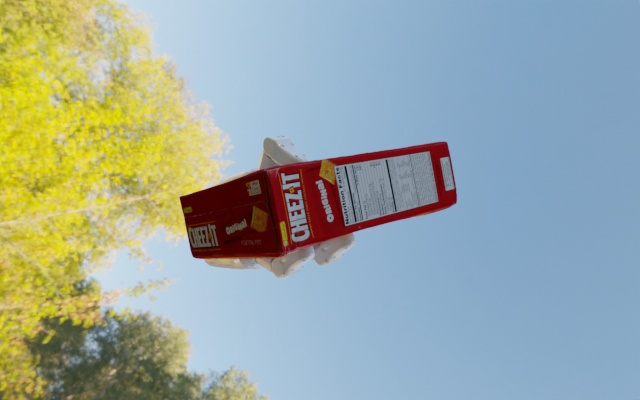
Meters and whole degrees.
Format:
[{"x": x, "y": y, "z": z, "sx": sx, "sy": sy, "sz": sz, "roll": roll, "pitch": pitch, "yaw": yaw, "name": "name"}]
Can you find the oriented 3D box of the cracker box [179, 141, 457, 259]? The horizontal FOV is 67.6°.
[{"x": 0.000, "y": 0.001, "z": 0.461, "sx": 0.213, "sy": 0.072, "sz": 0.164, "roll": -13, "pitch": 1, "yaw": -38, "name": "cracker box"}]
